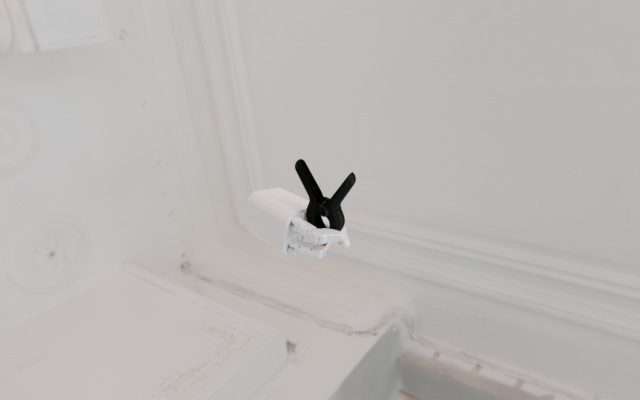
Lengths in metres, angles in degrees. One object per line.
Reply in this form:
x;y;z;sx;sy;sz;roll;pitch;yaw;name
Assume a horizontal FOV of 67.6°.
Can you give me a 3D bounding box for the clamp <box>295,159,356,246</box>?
0.001;0.003;0.882;0.120;0.172;0.039;28;38;26;clamp
